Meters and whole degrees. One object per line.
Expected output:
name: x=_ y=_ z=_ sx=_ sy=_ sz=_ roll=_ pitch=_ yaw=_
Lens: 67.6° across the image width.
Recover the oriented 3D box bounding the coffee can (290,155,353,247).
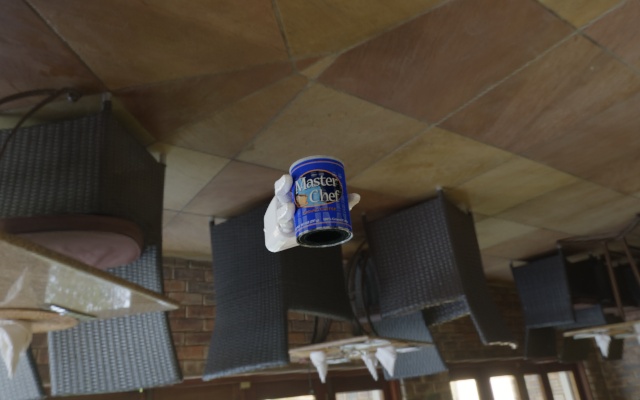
coffee can: x=0.000 y=0.003 z=0.866 sx=0.103 sy=0.140 sz=0.103 roll=-5 pitch=-23 yaw=-2
